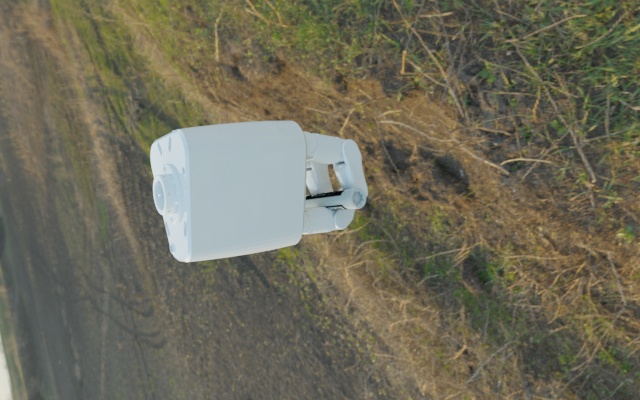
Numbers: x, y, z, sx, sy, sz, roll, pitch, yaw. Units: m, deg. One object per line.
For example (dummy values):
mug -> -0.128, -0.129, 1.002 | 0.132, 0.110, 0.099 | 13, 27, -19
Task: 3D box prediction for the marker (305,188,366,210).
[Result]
marker -> 0.000, 0.002, 0.480 | 0.020, 0.020, 0.121 | 0, -3, -35
